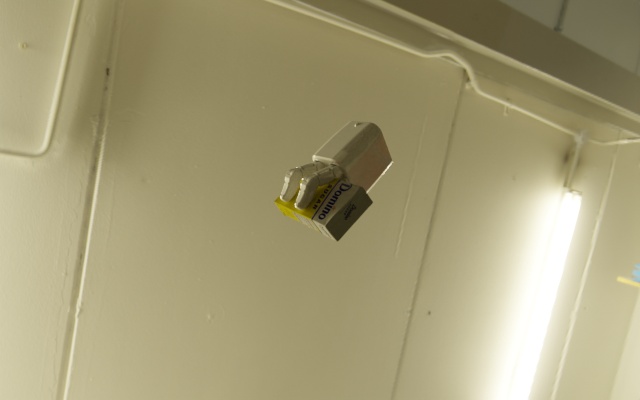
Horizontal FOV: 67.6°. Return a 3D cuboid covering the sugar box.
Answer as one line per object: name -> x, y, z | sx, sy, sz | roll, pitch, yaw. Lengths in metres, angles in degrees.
sugar box -> 0.000, 0.002, 0.828 | 0.048, 0.093, 0.176 | 52, -18, -29
